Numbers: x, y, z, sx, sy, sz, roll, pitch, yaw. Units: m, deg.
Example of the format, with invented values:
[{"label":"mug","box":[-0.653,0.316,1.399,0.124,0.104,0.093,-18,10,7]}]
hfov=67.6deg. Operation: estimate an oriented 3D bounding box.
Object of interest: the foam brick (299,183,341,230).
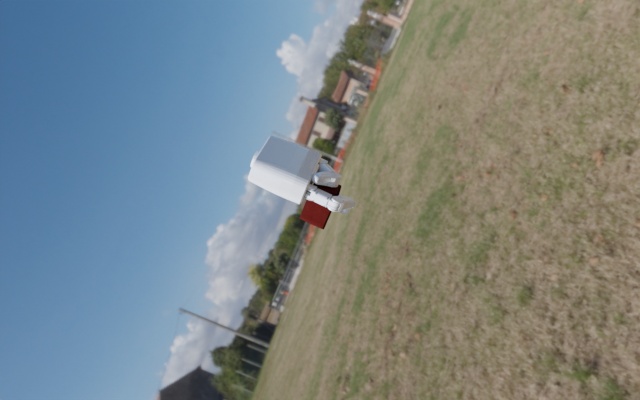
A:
[{"label":"foam brick","box":[0.000,0.003,0.897,0.051,0.078,0.053,22,24,-1]}]
